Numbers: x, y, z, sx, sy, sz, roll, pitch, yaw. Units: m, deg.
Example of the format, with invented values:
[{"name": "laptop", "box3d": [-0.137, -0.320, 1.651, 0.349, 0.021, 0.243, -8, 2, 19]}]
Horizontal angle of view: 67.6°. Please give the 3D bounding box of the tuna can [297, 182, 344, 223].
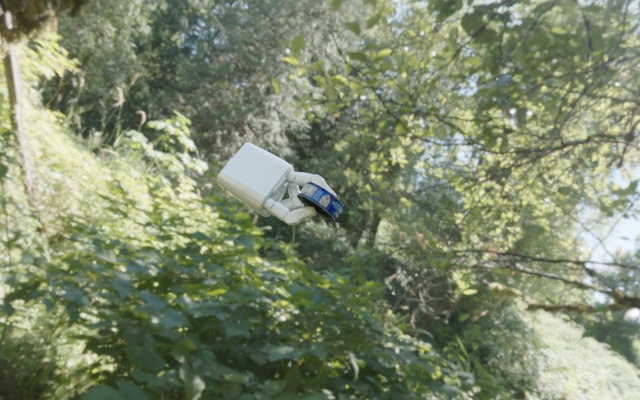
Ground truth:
[{"name": "tuna can", "box3d": [0.001, 0.002, 0.889, 0.086, 0.033, 0.086, 34, -11, 8]}]
